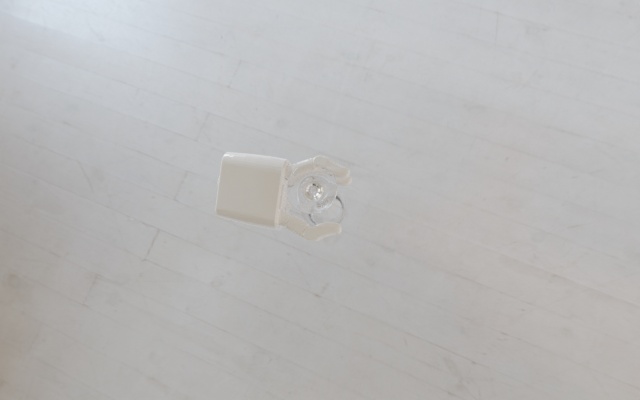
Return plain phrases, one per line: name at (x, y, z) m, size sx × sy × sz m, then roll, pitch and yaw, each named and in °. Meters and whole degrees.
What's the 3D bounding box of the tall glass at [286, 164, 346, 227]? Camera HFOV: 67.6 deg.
tall glass at (0.000, 0.003, 0.780) m, size 0.079 × 0.079 × 0.201 m, roll 0°, pitch -12°, yaw 8°
